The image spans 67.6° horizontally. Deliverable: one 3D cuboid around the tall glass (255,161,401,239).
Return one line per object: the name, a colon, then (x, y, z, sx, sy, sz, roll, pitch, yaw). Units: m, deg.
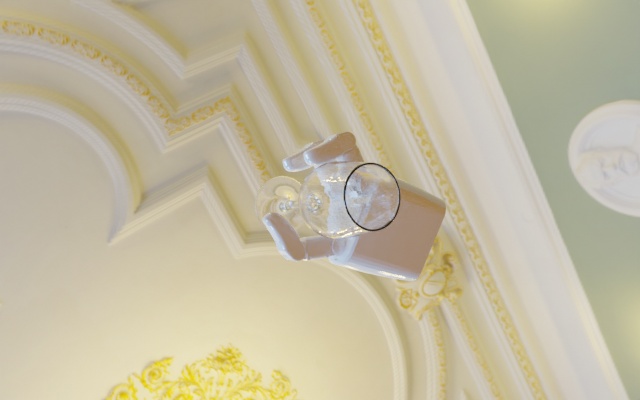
tall glass: (0.000, 0.002, 0.511, 0.079, 0.079, 0.201, 0, -3, -28)
